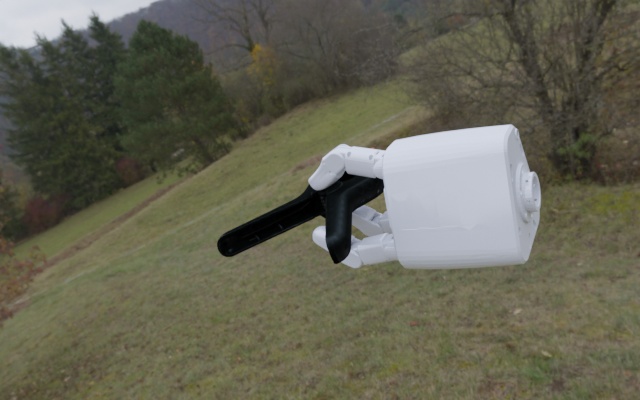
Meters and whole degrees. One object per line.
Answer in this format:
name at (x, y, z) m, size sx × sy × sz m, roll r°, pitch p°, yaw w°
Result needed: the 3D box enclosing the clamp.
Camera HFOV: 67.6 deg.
clamp at (0.000, 0.001, 0.503) m, size 0.164 × 0.036 × 0.210 m, roll -6°, pitch 25°, yaw 36°
